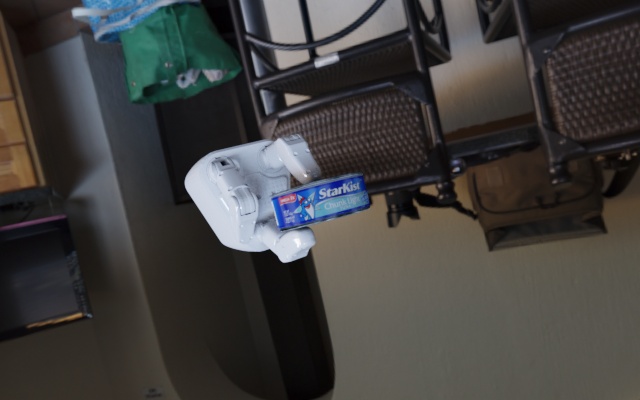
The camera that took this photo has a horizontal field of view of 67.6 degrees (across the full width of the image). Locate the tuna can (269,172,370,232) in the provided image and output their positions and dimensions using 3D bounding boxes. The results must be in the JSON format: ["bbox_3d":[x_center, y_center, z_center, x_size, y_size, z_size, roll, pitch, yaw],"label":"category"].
[{"bbox_3d":[0.000,0.002,0.424,0.086,0.034,0.086,-14,-1,0],"label":"tuna can"}]
